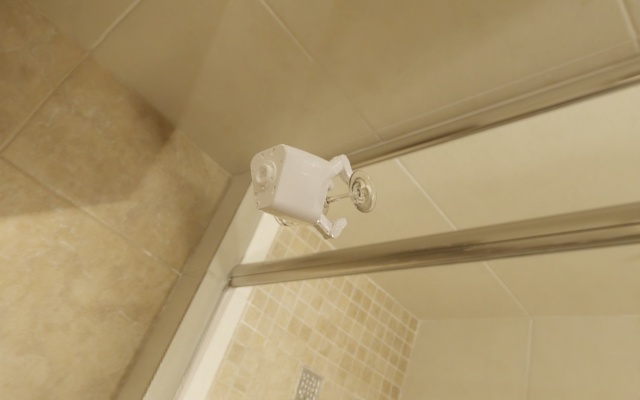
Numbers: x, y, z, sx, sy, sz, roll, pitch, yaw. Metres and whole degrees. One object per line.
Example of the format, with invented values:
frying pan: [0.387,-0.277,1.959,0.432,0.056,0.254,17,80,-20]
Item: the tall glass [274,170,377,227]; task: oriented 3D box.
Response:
tall glass: [0.001,0.003,0.873,0.201,0.079,0.079,-15,-10,42]
